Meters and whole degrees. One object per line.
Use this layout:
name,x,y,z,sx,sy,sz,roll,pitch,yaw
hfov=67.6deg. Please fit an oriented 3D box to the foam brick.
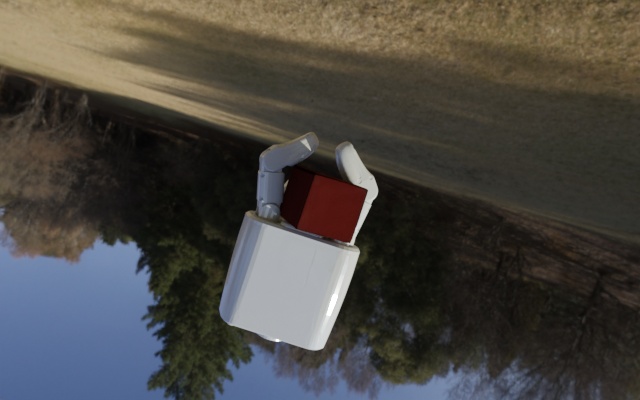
foam brick,0.000,0.001,0.437,0.053,0.051,0.078,18,4,-18
